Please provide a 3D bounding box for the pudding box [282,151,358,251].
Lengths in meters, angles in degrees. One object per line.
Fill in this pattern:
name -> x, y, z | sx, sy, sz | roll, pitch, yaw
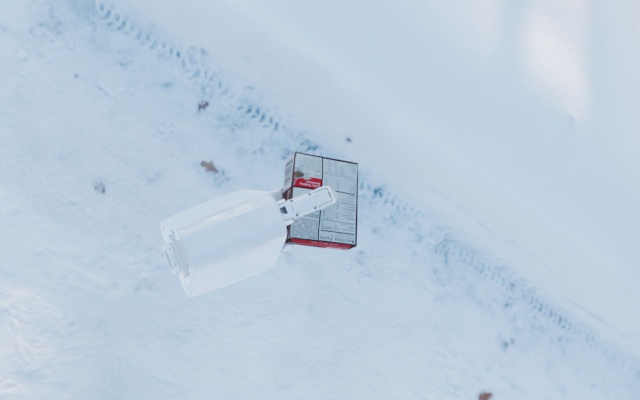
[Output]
pudding box -> 0.000, 0.002, 0.594 | 0.090, 0.113, 0.039 | 9, -16, -20
